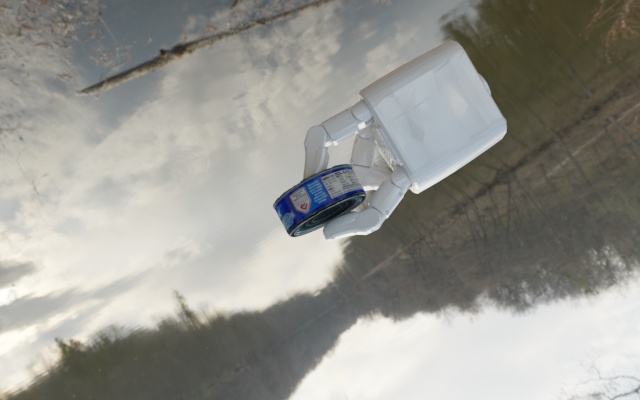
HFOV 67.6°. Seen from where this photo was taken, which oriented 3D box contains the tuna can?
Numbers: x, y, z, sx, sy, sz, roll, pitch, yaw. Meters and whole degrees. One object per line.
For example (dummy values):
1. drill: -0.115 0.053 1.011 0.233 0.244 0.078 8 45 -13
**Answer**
1. tuna can: 0.000 0.002 0.457 0.086 0.033 0.086 -27 -12 -6
